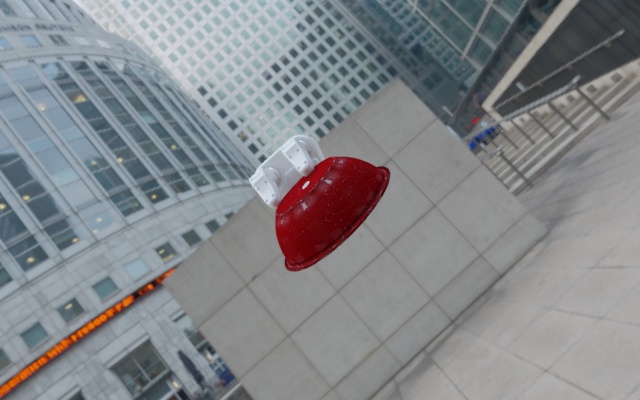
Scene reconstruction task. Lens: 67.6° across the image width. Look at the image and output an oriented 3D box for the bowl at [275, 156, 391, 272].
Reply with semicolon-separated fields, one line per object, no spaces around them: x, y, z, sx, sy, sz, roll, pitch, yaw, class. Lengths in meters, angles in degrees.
0.000;0.002;0.536;0.055;0.162;0.162;45;-14;-14;bowl
